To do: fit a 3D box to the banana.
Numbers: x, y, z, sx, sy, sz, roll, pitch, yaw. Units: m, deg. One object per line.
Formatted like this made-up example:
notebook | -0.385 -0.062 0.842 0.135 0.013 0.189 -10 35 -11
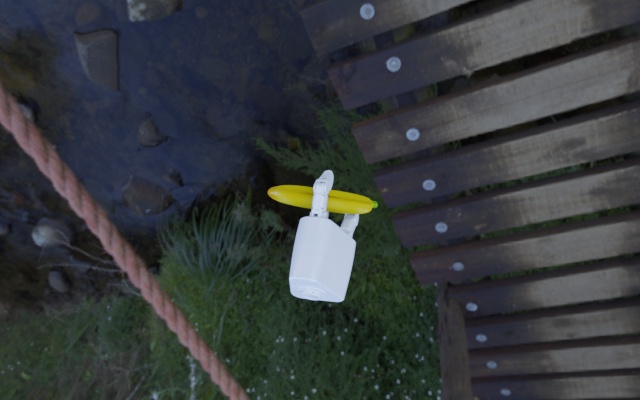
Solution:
banana | 0.004 0.000 0.825 0.198 0.037 0.069 9 -9 -1
